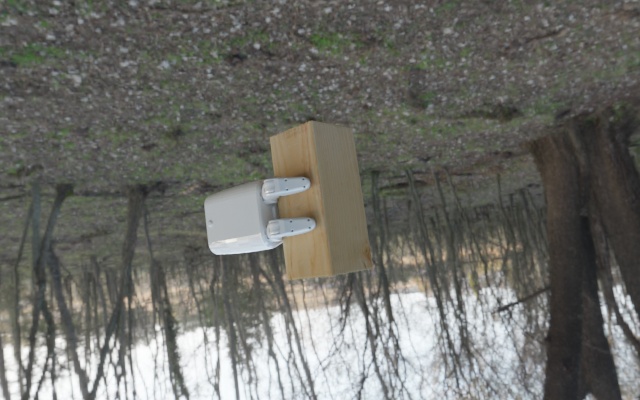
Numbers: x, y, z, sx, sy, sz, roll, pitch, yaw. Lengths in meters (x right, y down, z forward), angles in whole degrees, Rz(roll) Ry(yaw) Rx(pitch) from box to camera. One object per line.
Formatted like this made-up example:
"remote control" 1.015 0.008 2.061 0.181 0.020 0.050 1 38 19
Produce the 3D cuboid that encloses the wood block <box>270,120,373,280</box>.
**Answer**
"wood block" 0.000 0.002 0.680 0.090 0.206 0.091 -14 -9 41
